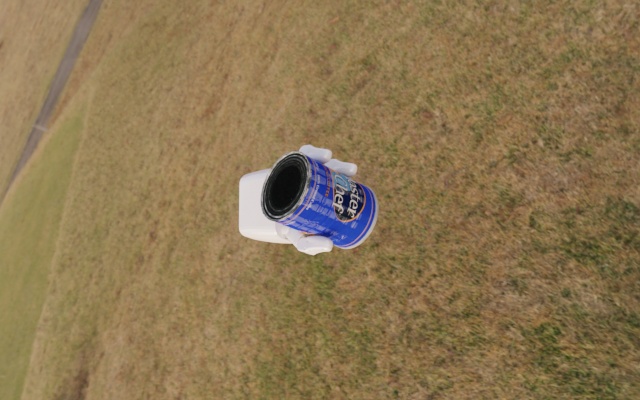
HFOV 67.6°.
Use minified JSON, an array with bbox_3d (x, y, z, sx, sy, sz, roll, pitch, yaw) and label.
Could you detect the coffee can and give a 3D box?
[{"bbox_3d":[0.000,0.002,0.688,0.140,0.102,0.103,25,-16,-39],"label":"coffee can"}]
